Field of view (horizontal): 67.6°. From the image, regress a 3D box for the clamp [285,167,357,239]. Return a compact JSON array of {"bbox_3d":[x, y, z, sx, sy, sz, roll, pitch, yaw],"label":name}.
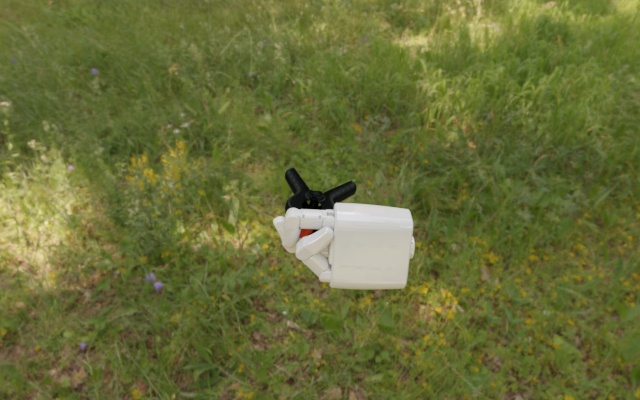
[{"bbox_3d":[0.000,0.002,0.739,0.120,0.039,0.171,3,34,-2],"label":"clamp"}]
